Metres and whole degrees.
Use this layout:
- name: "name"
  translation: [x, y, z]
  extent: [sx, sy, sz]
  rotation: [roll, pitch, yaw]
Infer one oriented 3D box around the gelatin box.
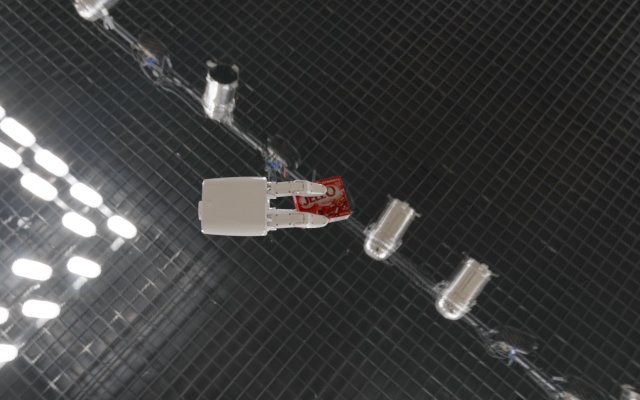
- name: "gelatin box"
  translation: [0.000, 0.003, 0.833]
  extent: [0.089, 0.073, 0.030]
  rotation: [-12, -14, -13]
